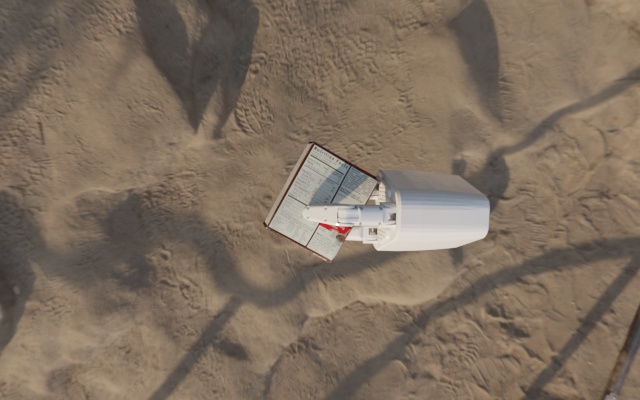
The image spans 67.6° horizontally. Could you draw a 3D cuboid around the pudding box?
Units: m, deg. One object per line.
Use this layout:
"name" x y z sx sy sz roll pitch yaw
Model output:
"pudding box" 0.000 0.002 0.548 0.090 0.113 0.039 30 -2 -11
